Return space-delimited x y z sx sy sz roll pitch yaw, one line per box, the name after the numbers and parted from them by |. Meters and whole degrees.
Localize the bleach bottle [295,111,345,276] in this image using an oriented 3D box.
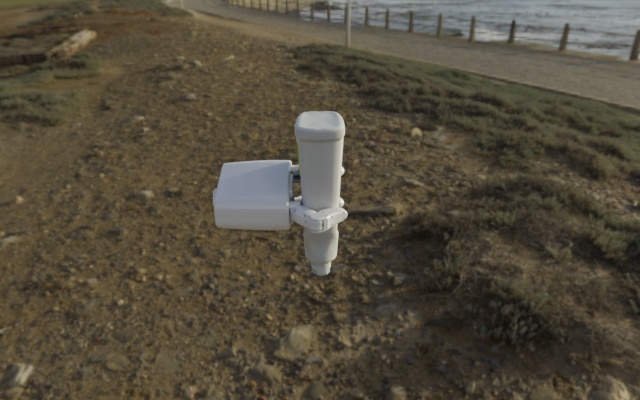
0.000 0.002 0.705 0.068 0.251 0.102 -1 25 0 | bleach bottle
